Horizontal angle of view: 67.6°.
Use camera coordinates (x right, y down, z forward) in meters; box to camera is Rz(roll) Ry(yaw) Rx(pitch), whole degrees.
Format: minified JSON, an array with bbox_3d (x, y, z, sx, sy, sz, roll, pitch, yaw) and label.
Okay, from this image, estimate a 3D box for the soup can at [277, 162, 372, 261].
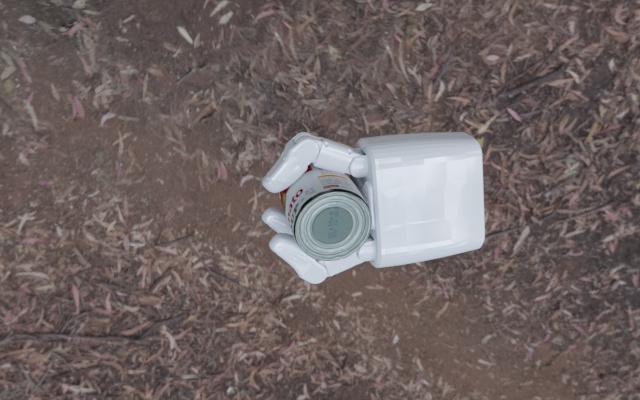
[{"bbox_3d":[0.000,0.001,0.432,0.068,0.068,0.102,0,25,-14],"label":"soup can"}]
